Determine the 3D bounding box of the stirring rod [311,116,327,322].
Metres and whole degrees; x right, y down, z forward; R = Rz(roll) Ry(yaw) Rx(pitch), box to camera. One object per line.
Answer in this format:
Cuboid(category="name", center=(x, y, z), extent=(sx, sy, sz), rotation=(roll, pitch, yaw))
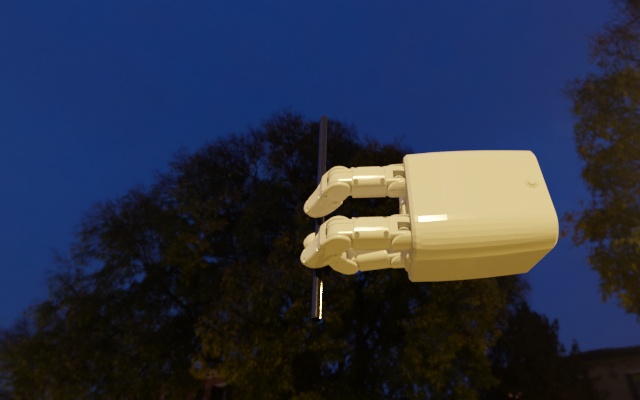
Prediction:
Cuboid(category="stirring rod", center=(0.000, 0.002, 0.454), extent=(0.011, 0.239, 0.011), rotation=(1, -39, 1))
